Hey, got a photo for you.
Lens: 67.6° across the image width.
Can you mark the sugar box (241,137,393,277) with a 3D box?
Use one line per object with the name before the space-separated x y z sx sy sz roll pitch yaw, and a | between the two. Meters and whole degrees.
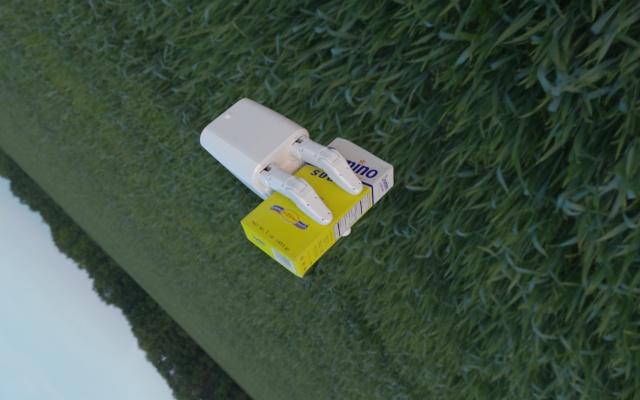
sugar box | 0.000 0.002 0.583 0.093 0.176 0.048 33 -24 29
